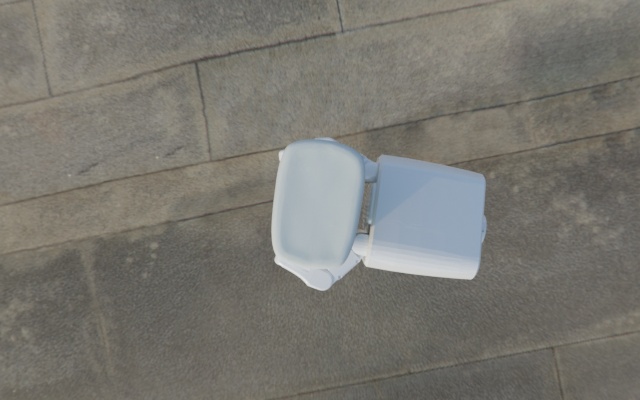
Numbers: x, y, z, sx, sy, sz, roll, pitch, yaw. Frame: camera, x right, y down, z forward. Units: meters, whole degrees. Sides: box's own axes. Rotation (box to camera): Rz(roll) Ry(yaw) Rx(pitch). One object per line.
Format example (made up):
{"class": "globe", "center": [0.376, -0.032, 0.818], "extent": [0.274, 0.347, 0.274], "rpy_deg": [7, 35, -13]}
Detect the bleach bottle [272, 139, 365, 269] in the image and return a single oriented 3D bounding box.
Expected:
{"class": "bleach bottle", "center": [0.000, 0.002, 0.483], "extent": [0.068, 0.102, 0.251], "rpy_deg": [9, 2, 1]}
